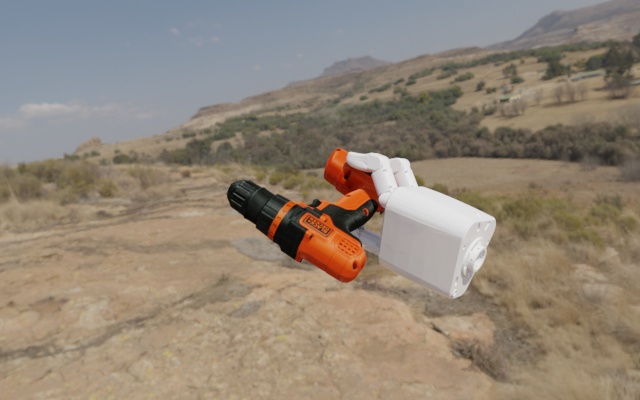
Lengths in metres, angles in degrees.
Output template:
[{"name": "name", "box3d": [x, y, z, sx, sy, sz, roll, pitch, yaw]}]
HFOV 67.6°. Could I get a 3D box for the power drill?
[{"name": "power drill", "box3d": [0.001, 0.002, 0.606, 0.184, 0.057, 0.187, 33, 41, 11]}]
